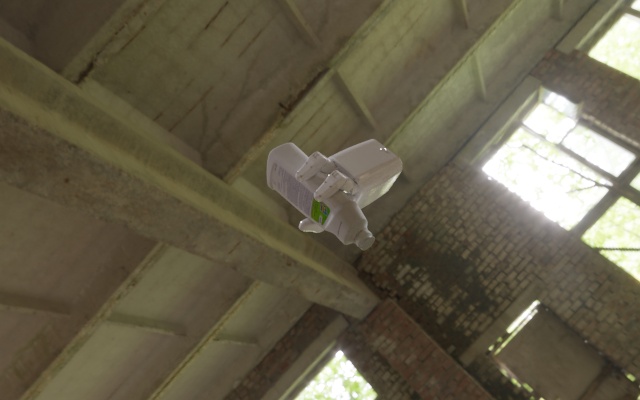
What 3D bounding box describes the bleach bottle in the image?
[{"bbox_3d":[0.000,0.003,0.847,0.068,0.103,0.250,-27,54,-28],"label":"bleach bottle"}]
